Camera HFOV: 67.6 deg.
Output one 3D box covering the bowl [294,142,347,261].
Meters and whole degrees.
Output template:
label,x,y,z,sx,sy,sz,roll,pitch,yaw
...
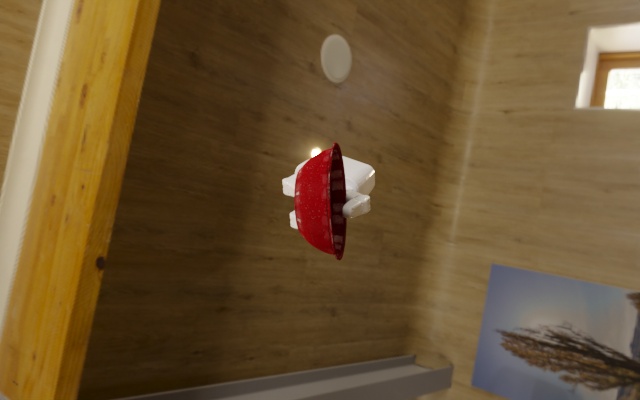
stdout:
label,x,y,z,sx,sy,sz,roll,pitch,yaw
bowl,-0.001,0.002,0.658,0.055,0.162,0.162,-2,0,10
